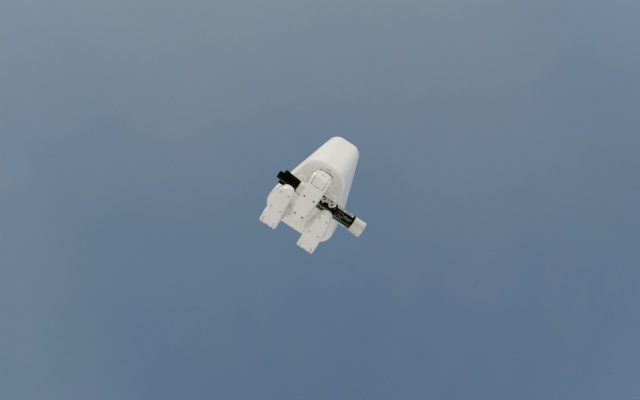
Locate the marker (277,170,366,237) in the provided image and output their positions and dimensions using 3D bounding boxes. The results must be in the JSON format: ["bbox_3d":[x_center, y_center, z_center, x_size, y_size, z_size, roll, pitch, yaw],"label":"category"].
[{"bbox_3d":[0.000,0.002,0.570,0.121,0.020,0.020,34,0,-1],"label":"marker"}]
